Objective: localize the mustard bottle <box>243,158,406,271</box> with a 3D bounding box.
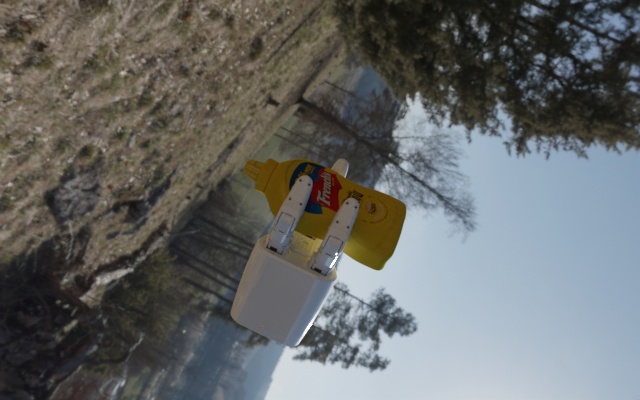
[{"bbox_3d":[0.000,0.002,0.551,0.191,0.096,0.058,25,-44,0],"label":"mustard bottle"}]
